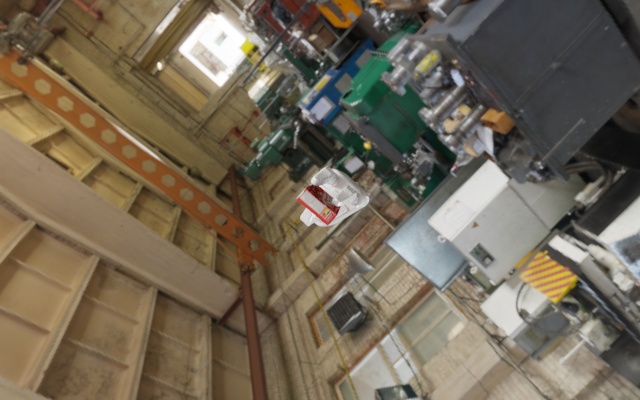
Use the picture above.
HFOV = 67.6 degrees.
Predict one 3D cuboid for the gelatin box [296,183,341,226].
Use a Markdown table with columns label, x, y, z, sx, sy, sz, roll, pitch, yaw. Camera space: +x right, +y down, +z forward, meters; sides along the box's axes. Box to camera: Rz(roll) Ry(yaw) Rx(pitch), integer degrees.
| label | x | y | z | sx | sy | sz | roll | pitch | yaw |
| --- | --- | --- | --- | --- | --- | --- | --- | --- | --- |
| gelatin box | 0.000 | 0.003 | 0.868 | 0.073 | 0.030 | 0.089 | 41 | 14 | -1 |
